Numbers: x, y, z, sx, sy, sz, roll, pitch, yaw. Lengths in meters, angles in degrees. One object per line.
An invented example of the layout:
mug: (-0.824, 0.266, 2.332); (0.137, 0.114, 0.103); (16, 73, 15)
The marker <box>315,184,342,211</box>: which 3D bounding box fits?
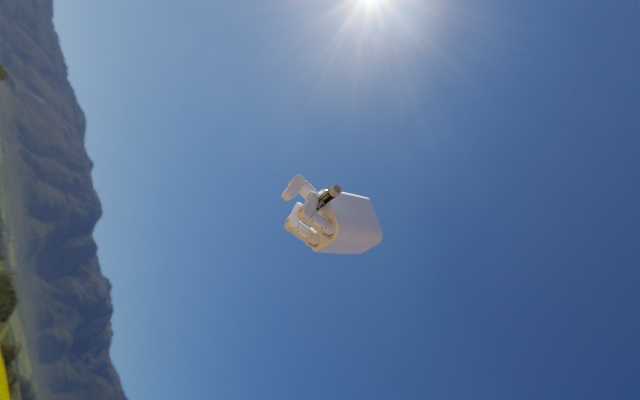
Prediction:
marker: (0.000, 0.003, 0.869); (0.020, 0.020, 0.121); (0, -22, -32)
